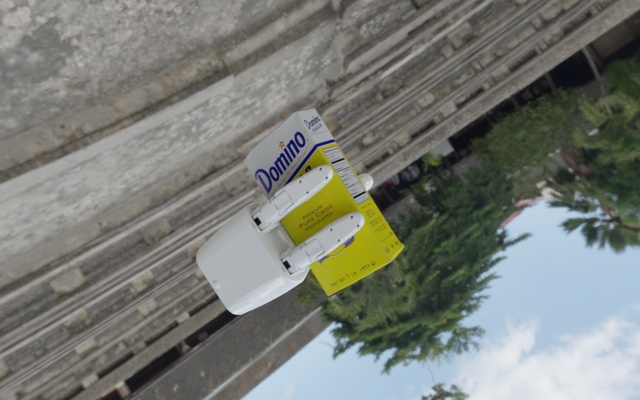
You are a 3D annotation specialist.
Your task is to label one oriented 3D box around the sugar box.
[{"bbox_3d":[0.000,0.002,0.501,0.093,0.176,0.048,-36,-3,34],"label":"sugar box"}]
